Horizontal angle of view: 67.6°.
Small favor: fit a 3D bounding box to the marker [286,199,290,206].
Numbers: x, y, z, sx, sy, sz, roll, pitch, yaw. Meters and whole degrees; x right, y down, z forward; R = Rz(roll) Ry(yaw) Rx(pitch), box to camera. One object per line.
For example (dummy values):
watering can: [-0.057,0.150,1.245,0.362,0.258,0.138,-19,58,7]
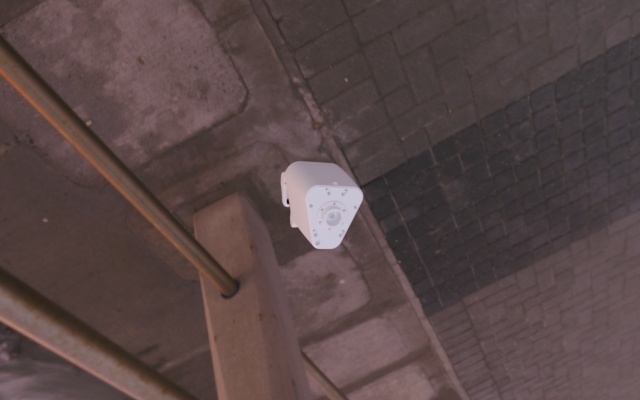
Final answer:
marker: [0.000,0.003,0.829,0.121,0.020,0.020,1,0,-20]
